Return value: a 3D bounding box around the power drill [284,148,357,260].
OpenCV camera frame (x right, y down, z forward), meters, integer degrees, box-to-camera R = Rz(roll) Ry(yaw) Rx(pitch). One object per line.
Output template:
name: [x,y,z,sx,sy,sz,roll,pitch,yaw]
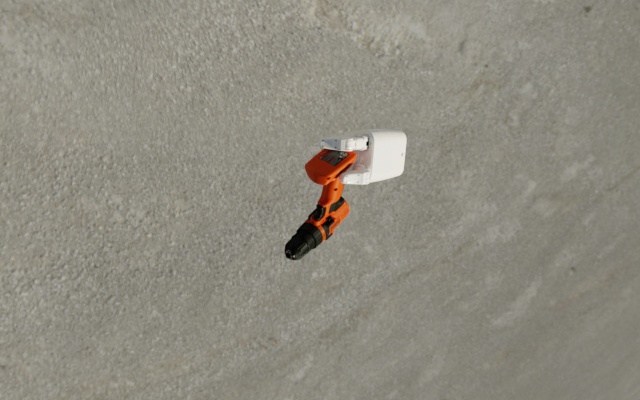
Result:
power drill: [0.000,0.002,0.873,0.057,0.188,0.184,28,45,19]
